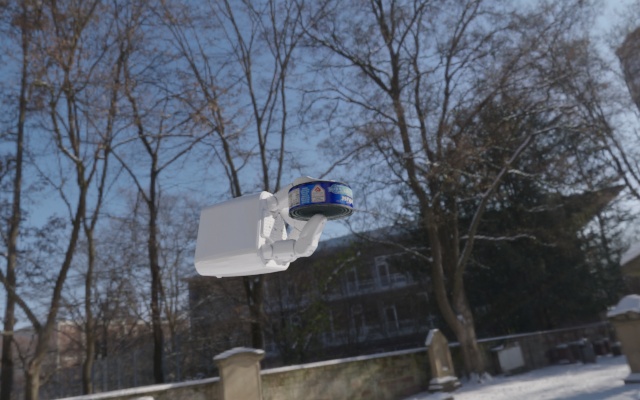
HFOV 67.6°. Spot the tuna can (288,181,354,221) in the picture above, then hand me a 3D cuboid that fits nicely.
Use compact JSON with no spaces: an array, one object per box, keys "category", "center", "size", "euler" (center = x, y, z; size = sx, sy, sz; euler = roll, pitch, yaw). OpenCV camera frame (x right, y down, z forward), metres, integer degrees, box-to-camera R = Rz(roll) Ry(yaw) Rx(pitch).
[{"category":"tuna can","center":[0.000,0.001,0.624],"size":[0.086,0.033,0.086],"euler":[-3,-15,-1]}]
